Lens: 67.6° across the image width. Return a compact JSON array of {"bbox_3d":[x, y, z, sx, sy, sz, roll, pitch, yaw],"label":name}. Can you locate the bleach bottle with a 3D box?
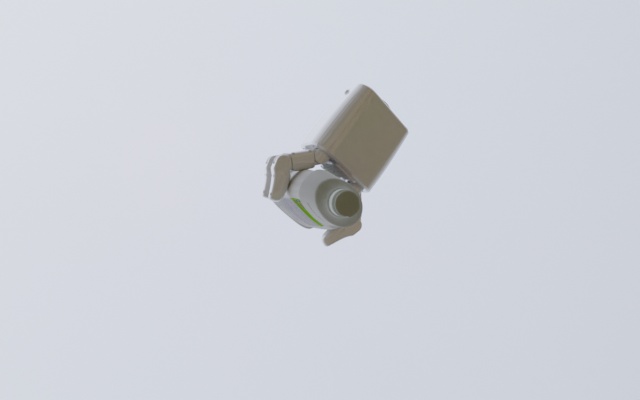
[{"bbox_3d":[0.000,0.002,0.631,0.102,0.068,0.251,40,-8,-15],"label":"bleach bottle"}]
